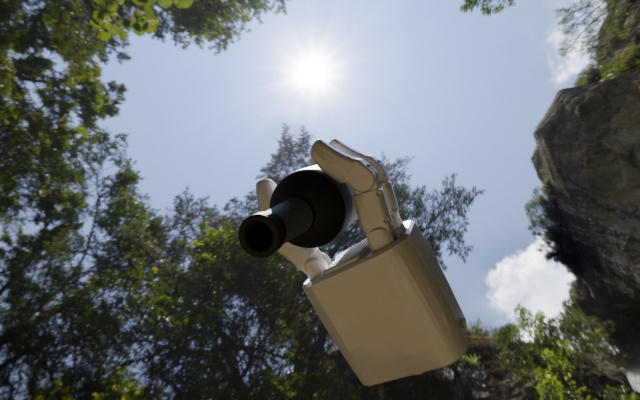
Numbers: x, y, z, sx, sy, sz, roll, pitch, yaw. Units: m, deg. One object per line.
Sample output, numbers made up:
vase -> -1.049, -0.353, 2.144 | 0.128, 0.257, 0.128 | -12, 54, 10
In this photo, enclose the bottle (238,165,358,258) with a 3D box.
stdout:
bottle -> 0.000, 0.001, 0.433 | 0.069, 0.069, 0.295 | 0, 8, 15
